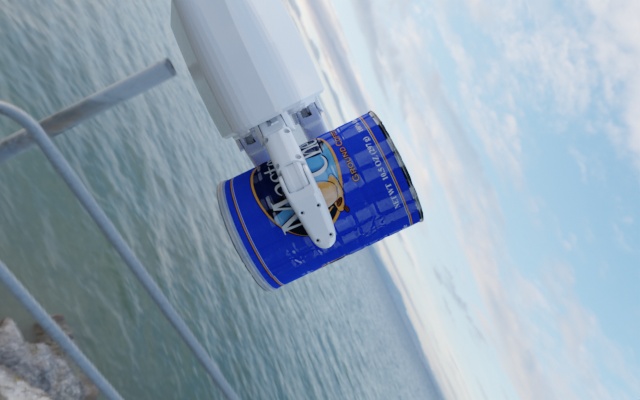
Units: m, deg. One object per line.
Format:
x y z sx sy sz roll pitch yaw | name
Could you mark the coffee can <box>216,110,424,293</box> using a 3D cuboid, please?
0.000 0.002 0.401 0.140 0.103 0.103 -25 -1 3 | coffee can
